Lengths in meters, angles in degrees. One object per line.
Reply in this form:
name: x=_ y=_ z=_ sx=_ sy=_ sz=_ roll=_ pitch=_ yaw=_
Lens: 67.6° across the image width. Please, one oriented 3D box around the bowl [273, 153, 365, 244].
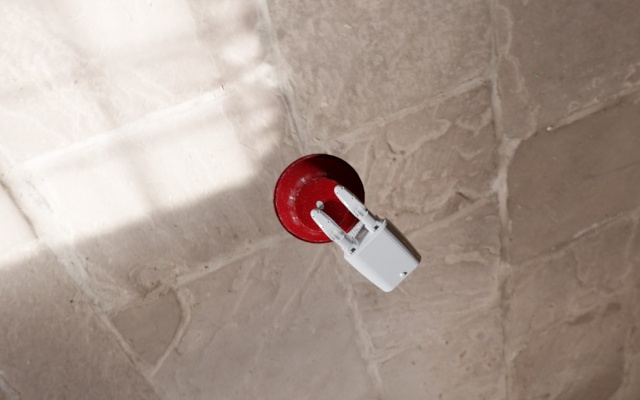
bowl: x=-0.001 y=0.002 z=0.809 sx=0.162 sy=0.162 sz=0.055 roll=0 pitch=11 yaw=-4
